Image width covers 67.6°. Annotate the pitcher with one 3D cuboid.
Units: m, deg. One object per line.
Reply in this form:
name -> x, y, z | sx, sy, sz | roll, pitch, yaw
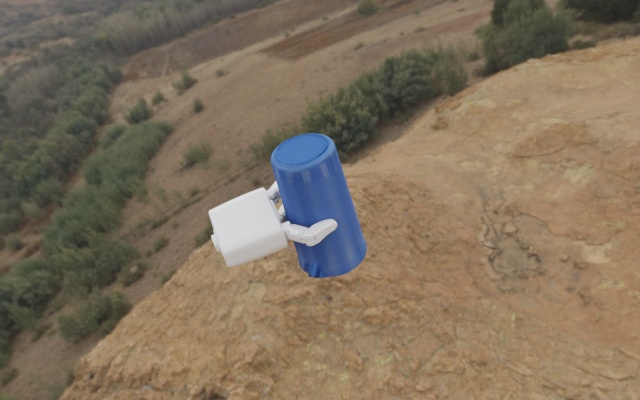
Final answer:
pitcher -> 0.000, 0.003, 0.846 | 0.145, 0.243, 0.149 | -22, 36, -8
